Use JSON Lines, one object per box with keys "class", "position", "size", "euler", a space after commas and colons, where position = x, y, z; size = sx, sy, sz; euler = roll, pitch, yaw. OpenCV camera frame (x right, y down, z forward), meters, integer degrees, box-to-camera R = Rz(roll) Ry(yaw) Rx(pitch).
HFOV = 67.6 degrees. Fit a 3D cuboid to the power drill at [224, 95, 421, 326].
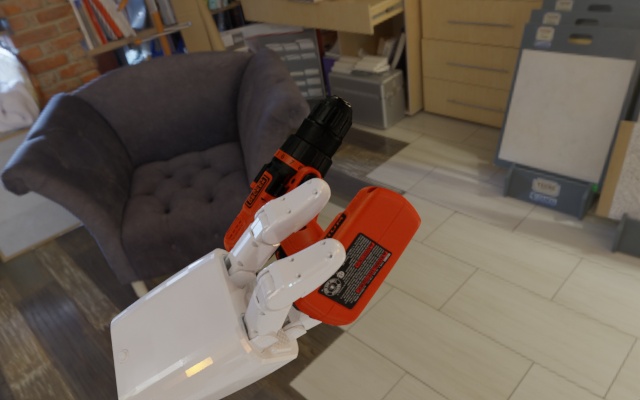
{"class": "power drill", "position": [0.000, 0.002, 0.403], "size": [0.057, 0.184, 0.187], "euler": [31, 3, -30]}
